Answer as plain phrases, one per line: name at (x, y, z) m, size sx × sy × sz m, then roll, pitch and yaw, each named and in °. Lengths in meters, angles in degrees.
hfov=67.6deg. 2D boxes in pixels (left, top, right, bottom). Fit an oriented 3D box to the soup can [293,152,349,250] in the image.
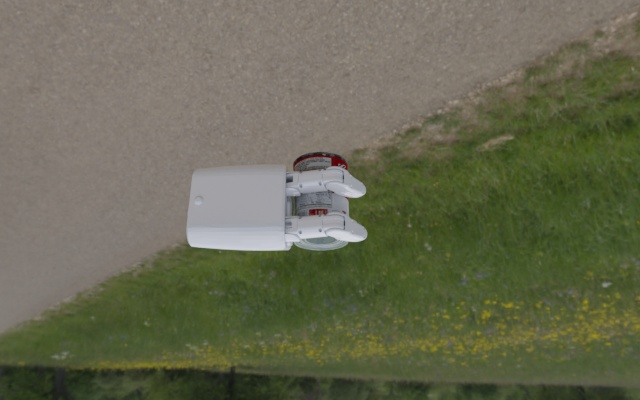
soup can at (0.001, 0.002, 0.574) m, size 0.068 × 0.102 × 0.068 m, roll 0°, pitch -23°, yaw 0°
